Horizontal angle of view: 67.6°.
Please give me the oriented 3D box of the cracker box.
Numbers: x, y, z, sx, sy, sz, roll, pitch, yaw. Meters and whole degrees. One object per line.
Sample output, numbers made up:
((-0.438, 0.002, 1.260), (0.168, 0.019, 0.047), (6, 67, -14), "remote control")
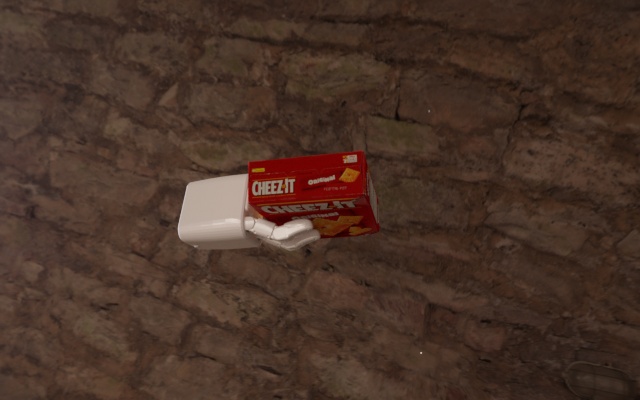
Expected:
((0.000, 0.002, 0.735), (0.164, 0.072, 0.214), (-5, -18, 11), "cracker box")
